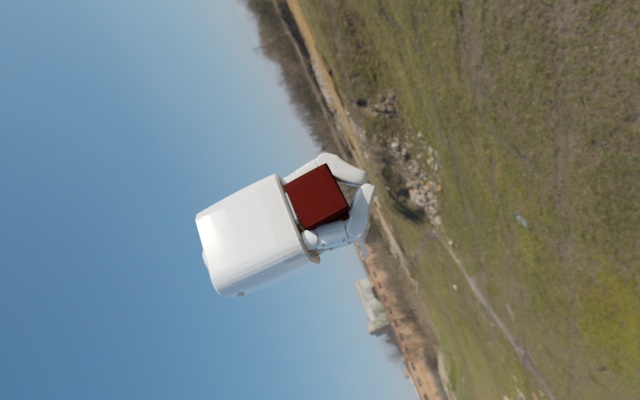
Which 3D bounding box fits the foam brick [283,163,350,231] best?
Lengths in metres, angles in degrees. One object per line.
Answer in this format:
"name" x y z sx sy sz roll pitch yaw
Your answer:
"foam brick" 0.000 0.002 0.516 0.051 0.053 0.078 -27 -13 3
